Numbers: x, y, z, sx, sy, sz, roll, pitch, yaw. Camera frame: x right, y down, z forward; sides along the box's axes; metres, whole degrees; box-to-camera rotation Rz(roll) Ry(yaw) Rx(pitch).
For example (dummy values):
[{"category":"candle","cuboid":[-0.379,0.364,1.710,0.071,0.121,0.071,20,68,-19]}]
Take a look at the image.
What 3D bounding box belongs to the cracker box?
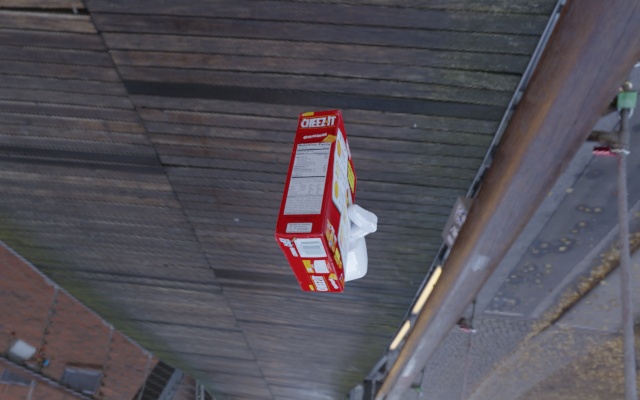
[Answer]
[{"category":"cracker box","cuboid":[0.000,0.002,0.696,0.072,0.213,0.164,-1,-35,13]}]
